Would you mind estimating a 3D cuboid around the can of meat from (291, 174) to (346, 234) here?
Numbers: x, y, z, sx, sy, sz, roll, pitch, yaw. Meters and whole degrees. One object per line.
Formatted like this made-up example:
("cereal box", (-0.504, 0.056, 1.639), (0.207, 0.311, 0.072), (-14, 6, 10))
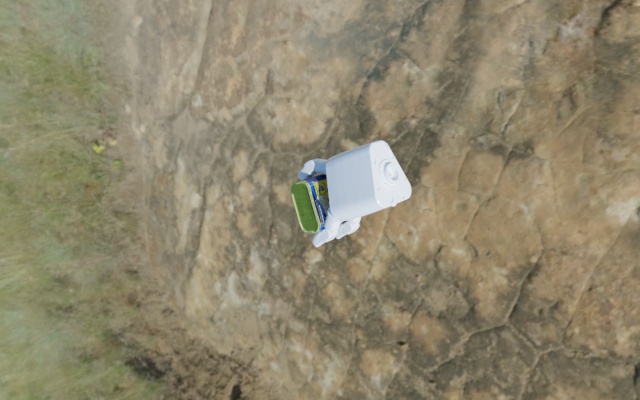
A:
("can of meat", (0.000, 0.003, 0.870), (0.084, 0.102, 0.057), (-19, 4, -42))
